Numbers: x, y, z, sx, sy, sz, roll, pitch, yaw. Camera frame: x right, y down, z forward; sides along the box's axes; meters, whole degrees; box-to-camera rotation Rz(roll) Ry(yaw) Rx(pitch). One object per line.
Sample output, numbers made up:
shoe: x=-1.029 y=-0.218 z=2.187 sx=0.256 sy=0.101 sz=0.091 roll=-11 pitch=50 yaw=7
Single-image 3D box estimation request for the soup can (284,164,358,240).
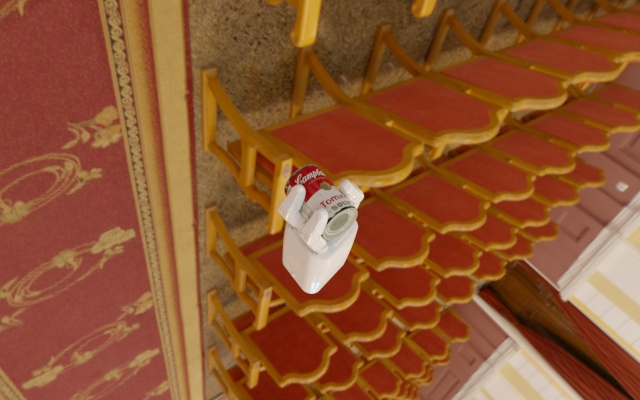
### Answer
soup can: x=0.000 y=0.002 z=0.731 sx=0.068 sy=0.068 sz=0.102 roll=0 pitch=41 yaw=-50
